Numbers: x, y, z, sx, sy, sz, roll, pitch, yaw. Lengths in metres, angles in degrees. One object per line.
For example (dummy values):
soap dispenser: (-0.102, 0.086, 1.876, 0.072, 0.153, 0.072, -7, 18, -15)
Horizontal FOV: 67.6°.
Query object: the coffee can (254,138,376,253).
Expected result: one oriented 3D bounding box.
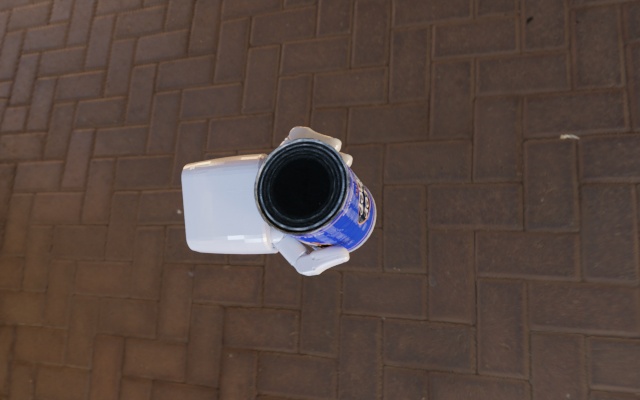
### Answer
coffee can: (0.000, 0.002, 0.543, 0.103, 0.102, 0.140, 0, -14, 18)
